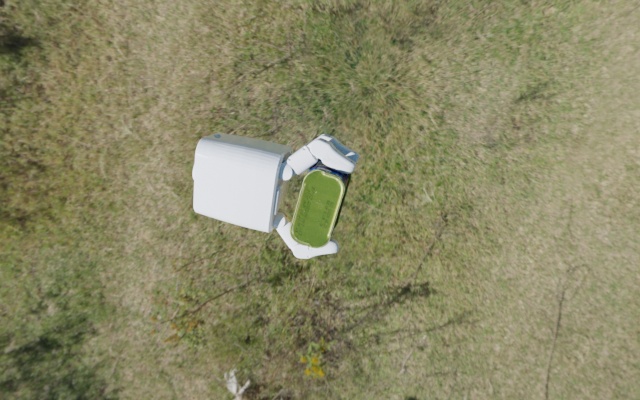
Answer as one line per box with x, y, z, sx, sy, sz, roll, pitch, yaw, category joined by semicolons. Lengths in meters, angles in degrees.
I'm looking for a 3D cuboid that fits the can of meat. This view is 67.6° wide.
0.000;0.002;0.607;0.057;0.102;0.084;17;15;3;can of meat
